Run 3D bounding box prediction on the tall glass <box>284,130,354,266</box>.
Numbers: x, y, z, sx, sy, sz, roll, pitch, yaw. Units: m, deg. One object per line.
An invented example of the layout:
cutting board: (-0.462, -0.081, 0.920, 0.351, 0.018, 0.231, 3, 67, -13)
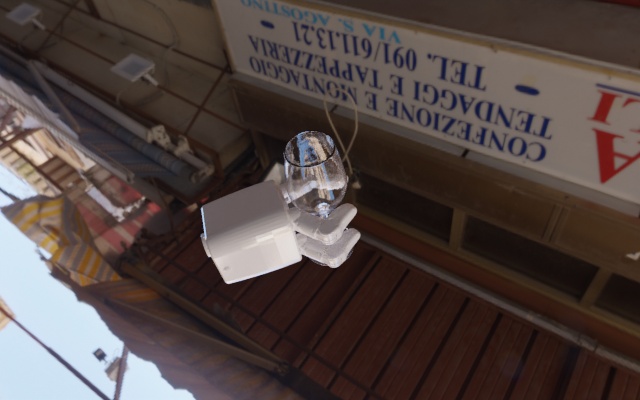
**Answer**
tall glass: (0.000, 0.002, 0.633, 0.079, 0.079, 0.201, 0, -40, 10)
